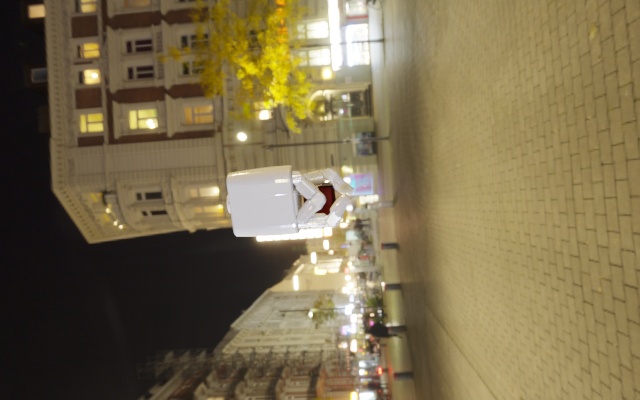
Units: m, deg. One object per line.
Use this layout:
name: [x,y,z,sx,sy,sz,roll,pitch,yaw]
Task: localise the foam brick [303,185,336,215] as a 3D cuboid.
foam brick: [0.000,0.003,0.834,0.051,0.053,0.078,-6,-3,4]
